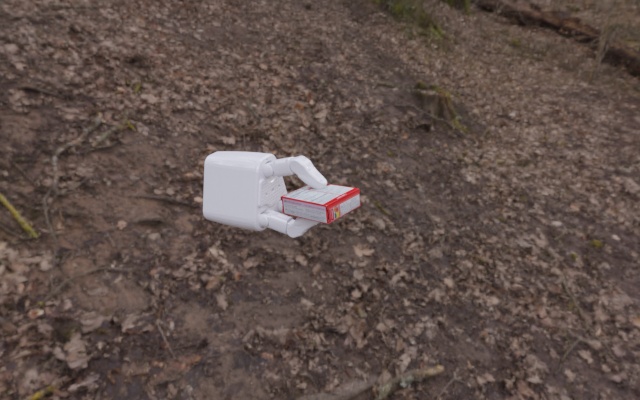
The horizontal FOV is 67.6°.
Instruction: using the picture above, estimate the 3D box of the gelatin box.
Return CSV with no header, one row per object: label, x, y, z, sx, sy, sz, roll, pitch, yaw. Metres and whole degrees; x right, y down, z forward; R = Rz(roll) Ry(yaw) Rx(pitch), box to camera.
gelatin box,0.000,0.002,0.673,0.089,0.030,0.073,10,25,40
